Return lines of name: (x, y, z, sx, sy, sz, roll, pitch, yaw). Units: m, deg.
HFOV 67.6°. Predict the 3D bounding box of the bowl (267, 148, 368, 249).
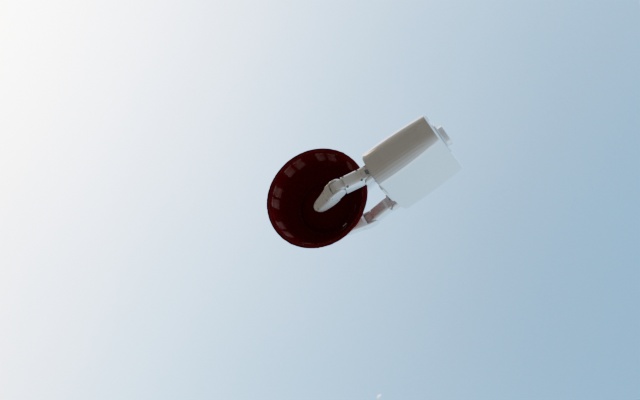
bowl: (-0.001, 0.003, 0.744, 0.162, 0.162, 0.055, 0, -19, 19)
